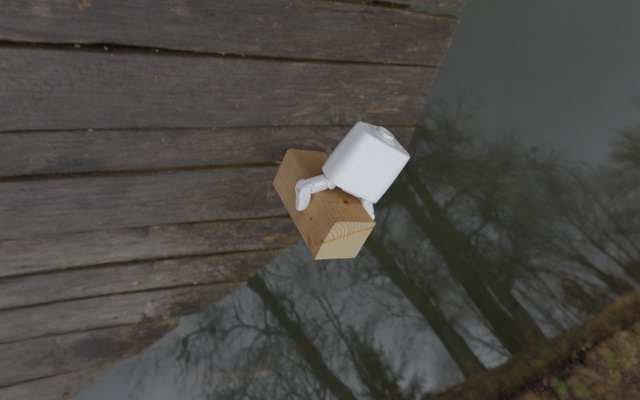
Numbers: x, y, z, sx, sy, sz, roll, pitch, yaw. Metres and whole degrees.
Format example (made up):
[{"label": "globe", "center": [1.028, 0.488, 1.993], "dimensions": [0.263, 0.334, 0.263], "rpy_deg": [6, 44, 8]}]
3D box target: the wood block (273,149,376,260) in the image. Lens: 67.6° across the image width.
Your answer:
[{"label": "wood block", "center": [0.000, 0.003, 0.883], "dimensions": [0.091, 0.090, 0.206], "rpy_deg": [3, 39, -35]}]
